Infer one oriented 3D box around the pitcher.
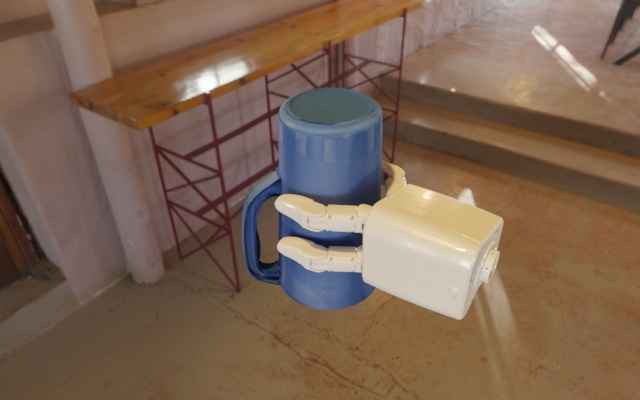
[{"bbox_3d":[0.000,0.002,0.556,0.145,0.243,0.149,21,41,27],"label":"pitcher"}]
